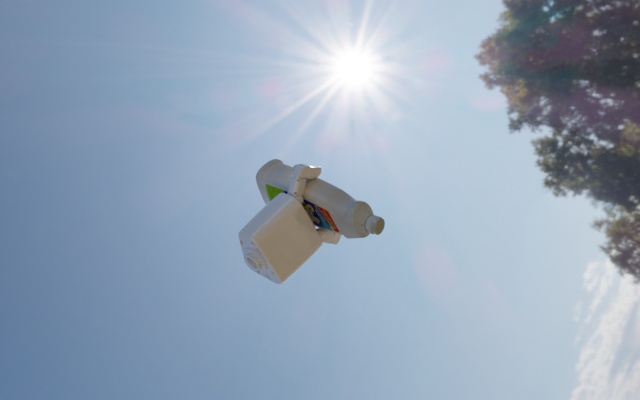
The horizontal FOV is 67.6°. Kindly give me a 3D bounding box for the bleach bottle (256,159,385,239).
[{"bbox_3d":[0.000,0.003,0.832,0.251,0.103,0.068,19,50,39],"label":"bleach bottle"}]
